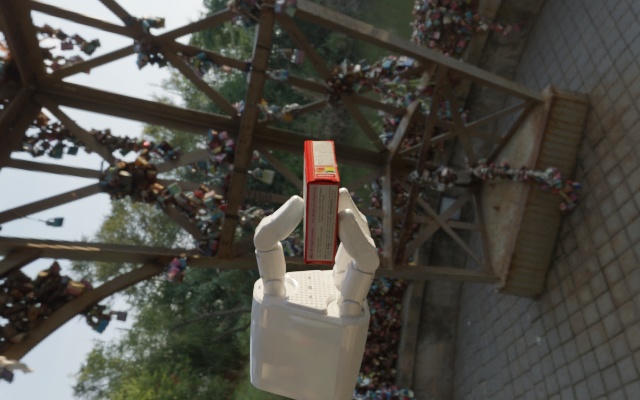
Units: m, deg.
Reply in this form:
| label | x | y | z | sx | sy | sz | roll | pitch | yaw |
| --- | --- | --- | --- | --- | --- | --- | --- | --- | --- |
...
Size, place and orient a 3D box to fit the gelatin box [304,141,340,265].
| label | x | y | z | sx | sy | sz | roll | pitch | yaw |
| --- | --- | --- | --- | --- | --- | --- | --- | --- | --- |
| gelatin box | 0.000 | 0.001 | 0.429 | 0.030 | 0.089 | 0.073 | 0 | 34 | -3 |
